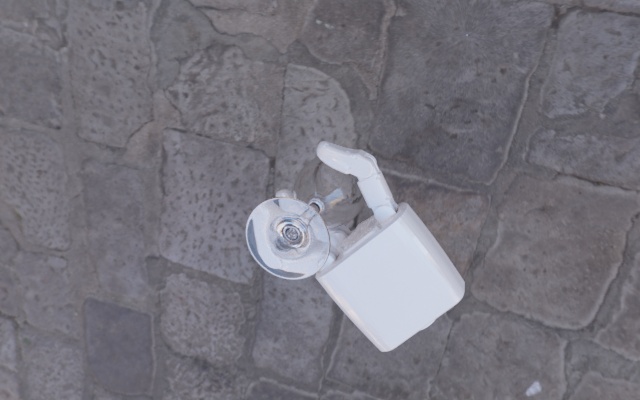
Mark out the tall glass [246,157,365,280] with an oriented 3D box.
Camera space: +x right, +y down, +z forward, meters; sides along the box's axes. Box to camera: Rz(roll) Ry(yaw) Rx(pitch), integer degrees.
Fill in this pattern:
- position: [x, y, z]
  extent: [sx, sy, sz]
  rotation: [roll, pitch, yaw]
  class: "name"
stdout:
- position: [0.000, 0.002, 0.483]
  extent: [0.079, 0.079, 0.201]
  rotation: [0, 18, 17]
  class: "tall glass"
